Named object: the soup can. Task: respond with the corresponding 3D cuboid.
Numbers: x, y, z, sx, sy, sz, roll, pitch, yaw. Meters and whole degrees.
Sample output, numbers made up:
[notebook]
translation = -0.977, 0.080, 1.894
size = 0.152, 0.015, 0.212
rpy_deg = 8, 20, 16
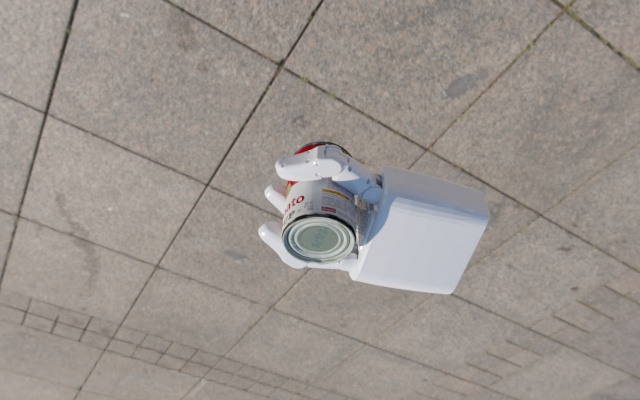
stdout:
[soup can]
translation = 0.000, 0.002, 0.454
size = 0.068, 0.069, 0.102
rpy_deg = 1, 45, 1
